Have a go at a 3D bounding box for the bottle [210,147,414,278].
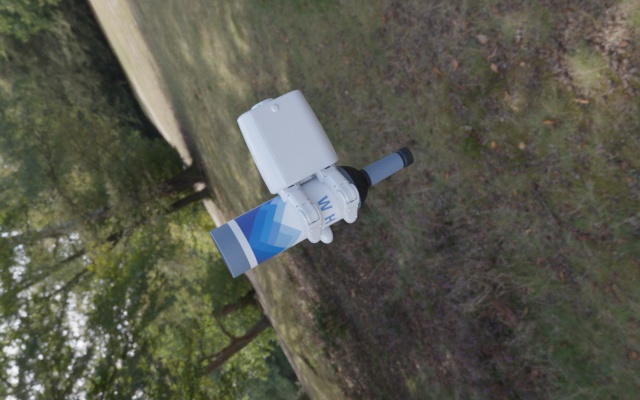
[{"bbox_3d":[0.000,0.002,0.642,0.295,0.069,0.069,-28,8,-16],"label":"bottle"}]
